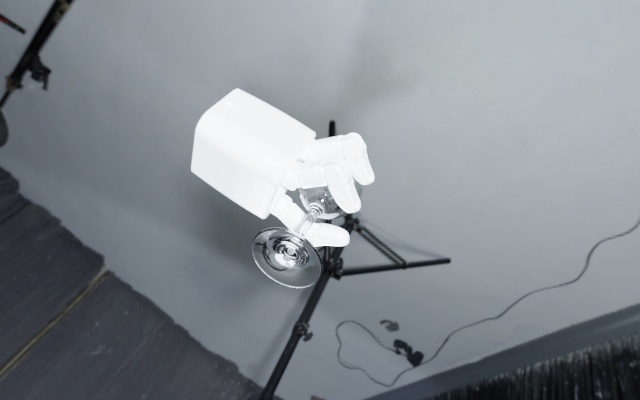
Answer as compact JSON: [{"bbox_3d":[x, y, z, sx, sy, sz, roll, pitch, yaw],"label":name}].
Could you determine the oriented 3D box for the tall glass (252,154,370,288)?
[{"bbox_3d":[0.000,0.002,0.537,0.079,0.079,0.201,0,33,24],"label":"tall glass"}]
